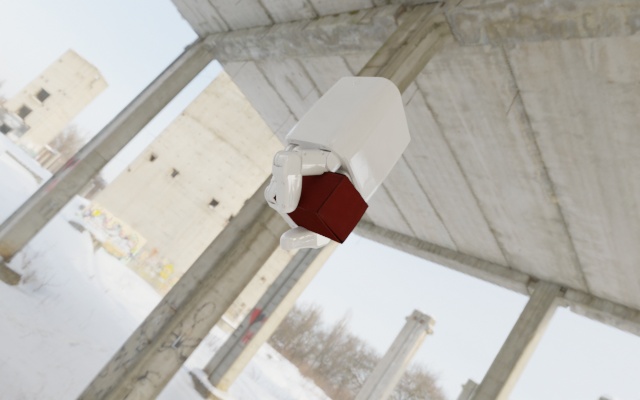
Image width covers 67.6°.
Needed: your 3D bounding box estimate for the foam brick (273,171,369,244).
[{"bbox_3d":[0.000,0.002,0.497,0.078,0.051,0.053,19,-26,49],"label":"foam brick"}]
